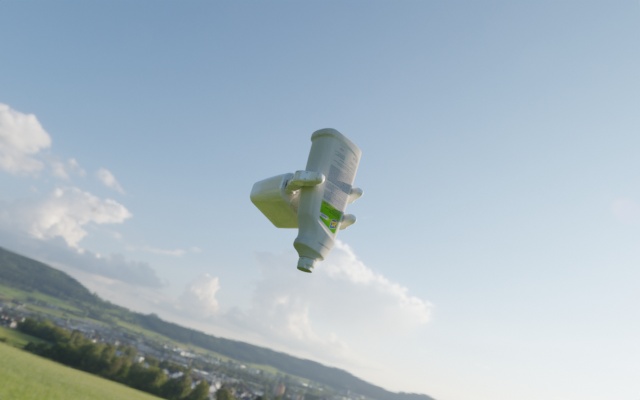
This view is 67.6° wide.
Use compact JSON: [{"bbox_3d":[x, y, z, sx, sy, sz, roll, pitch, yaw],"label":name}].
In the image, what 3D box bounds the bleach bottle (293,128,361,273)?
[{"bbox_3d":[0.000,0.003,0.851,0.068,0.250,0.103,-7,-31,46],"label":"bleach bottle"}]
